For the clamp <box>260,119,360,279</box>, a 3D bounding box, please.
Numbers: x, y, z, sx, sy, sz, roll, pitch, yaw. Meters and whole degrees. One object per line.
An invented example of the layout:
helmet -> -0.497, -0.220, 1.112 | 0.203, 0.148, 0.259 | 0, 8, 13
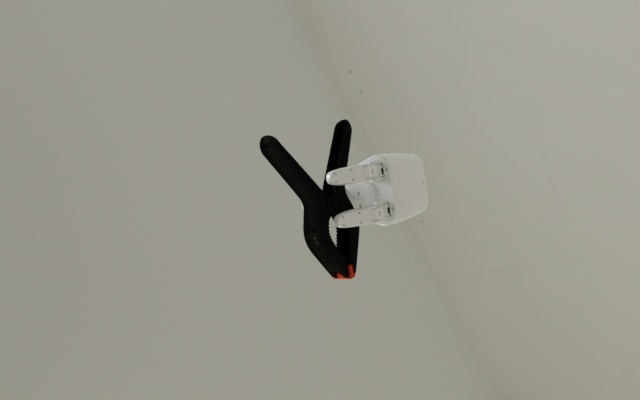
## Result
clamp -> 0.000, 0.003, 0.606 | 0.036, 0.210, 0.164 | -8, 2, 42
